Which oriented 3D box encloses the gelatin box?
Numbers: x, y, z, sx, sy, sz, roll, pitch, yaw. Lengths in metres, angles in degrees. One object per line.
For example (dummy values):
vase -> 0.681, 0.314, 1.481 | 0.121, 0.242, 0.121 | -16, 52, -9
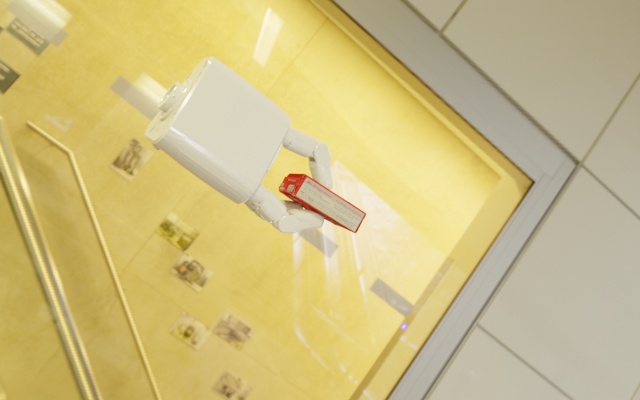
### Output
gelatin box -> 0.001, 0.002, 0.557 | 0.089, 0.030, 0.073 | 31, -5, -17
